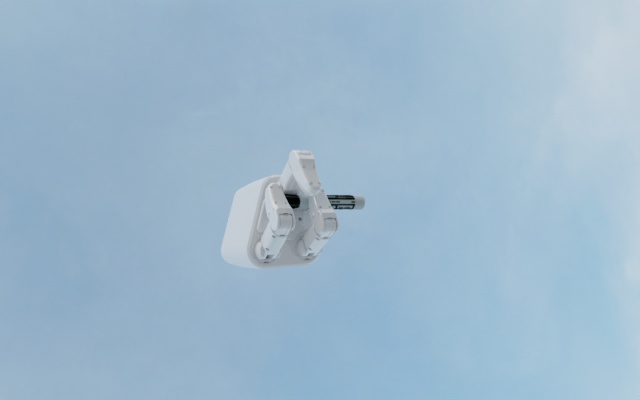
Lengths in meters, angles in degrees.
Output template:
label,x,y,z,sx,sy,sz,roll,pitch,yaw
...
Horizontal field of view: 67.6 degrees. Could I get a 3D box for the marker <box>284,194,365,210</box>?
label,x,y,z,sx,sy,sz,roll,pitch,yaw
marker,0.000,0.002,0.579,0.121,0.020,0.020,1,0,-31
